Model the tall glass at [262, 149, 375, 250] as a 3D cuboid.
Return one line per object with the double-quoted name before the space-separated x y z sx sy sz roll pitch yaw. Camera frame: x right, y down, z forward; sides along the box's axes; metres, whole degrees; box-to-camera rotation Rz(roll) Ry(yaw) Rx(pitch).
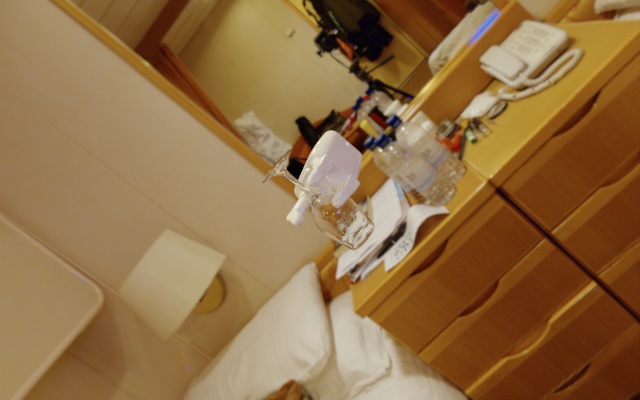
"tall glass" 0.000 0.002 0.830 0.201 0.079 0.079 40 -9 -11
